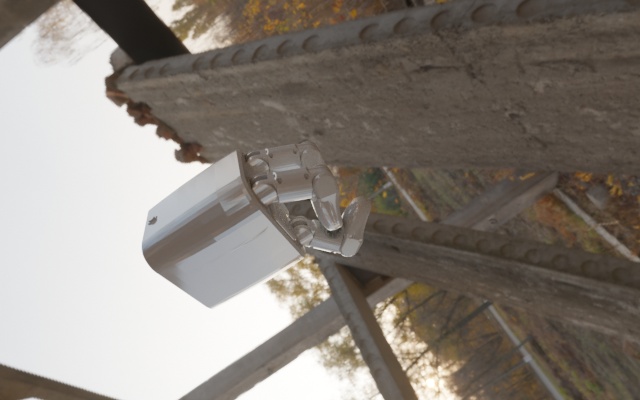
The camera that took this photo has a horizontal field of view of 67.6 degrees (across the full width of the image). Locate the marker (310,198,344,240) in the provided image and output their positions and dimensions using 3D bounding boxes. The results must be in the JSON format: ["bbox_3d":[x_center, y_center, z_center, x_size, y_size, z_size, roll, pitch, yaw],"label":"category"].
[{"bbox_3d":[0.000,0.002,0.485,0.020,0.020,0.121,0,26,-13],"label":"marker"}]
